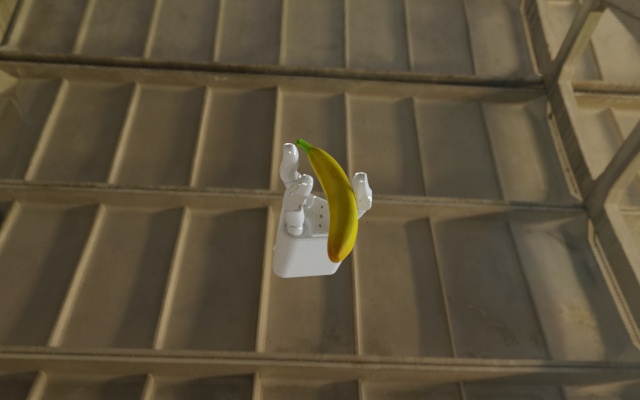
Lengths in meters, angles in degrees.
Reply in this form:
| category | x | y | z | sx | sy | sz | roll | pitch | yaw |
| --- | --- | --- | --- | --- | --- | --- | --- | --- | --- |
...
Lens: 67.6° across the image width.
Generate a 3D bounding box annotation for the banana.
| category | x | y | z | sx | sy | sz | roll | pitch | yaw |
| --- | --- | --- | --- | --- | --- | --- | --- | --- | --- |
| banana | 0.016 | 0.000 | 0.636 | 0.069 | 0.197 | 0.037 | 2 | -40 | -27 |
